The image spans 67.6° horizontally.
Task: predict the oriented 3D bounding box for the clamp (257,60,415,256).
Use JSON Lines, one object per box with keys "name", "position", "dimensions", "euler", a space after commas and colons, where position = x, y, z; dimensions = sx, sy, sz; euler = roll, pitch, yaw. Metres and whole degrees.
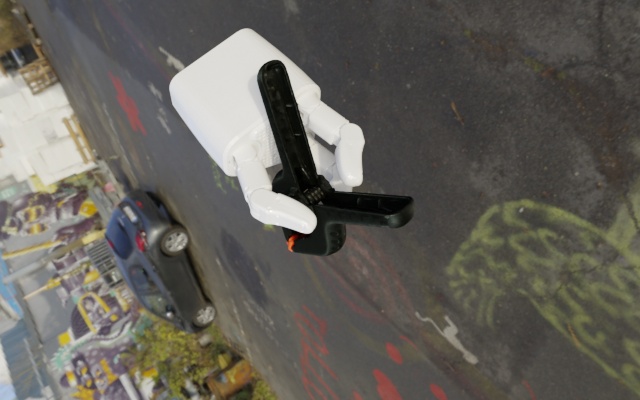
{"name": "clamp", "position": [-0.001, 0.002, 0.423], "dimensions": [0.036, 0.164, 0.210], "euler": [-33, -24, -25]}
